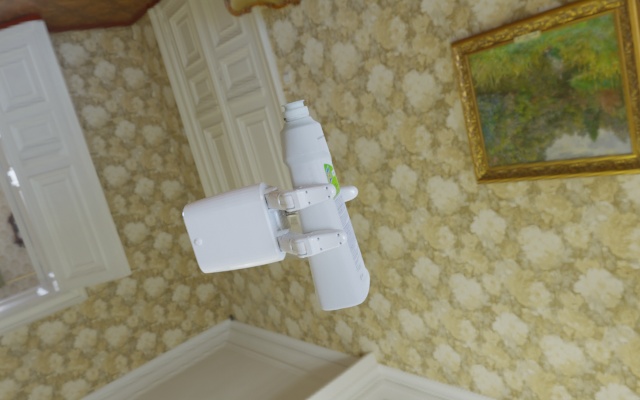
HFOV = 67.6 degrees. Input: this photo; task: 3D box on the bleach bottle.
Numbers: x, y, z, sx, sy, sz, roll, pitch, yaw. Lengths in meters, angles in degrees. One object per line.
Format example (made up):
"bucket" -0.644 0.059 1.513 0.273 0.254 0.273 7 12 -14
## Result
"bleach bottle" 0.000 0.002 0.594 0.068 0.251 0.102 -13 11 9
